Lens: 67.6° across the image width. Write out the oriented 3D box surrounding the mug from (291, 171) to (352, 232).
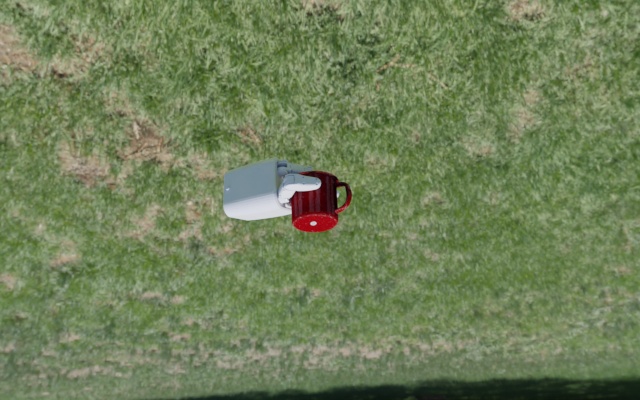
[{"bbox_3d":[0.002,0.003,0.837,0.117,0.081,0.093,-13,-27,19],"label":"mug"}]
